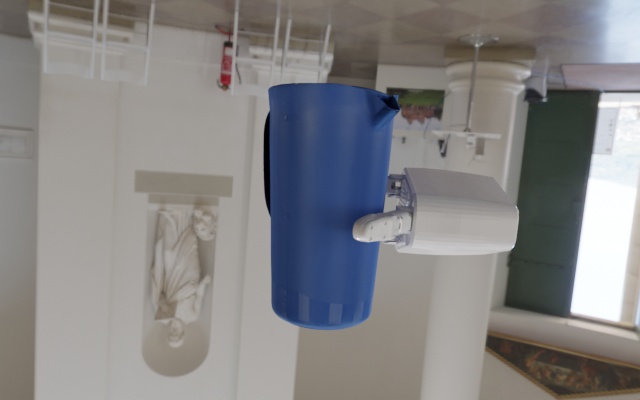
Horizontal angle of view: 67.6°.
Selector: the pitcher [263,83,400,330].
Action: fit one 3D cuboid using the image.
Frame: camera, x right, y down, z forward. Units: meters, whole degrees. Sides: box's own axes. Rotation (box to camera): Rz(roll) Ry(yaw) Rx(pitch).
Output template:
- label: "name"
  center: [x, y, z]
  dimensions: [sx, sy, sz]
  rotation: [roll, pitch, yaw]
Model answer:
- label: "pitcher"
  center: [0.000, 0.002, 0.510]
  dimensions: [0.145, 0.243, 0.149]
  rotation: [3, 6, 1]
